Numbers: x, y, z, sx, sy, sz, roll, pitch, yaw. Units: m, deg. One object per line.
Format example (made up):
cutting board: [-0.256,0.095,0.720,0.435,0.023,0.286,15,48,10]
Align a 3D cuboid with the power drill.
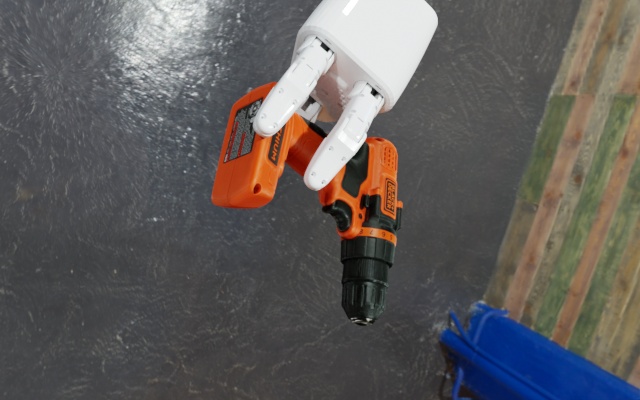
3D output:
power drill: [0.000,0.001,0.413,0.057,0.184,0.188,-16,-32,39]
